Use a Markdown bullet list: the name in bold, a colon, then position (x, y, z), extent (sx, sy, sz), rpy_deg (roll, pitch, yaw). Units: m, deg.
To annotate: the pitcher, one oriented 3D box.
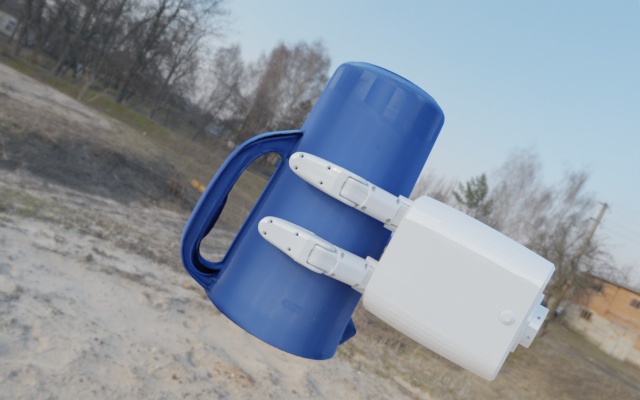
- **pitcher**: position (0.000, 0.001, 0.426), extent (0.145, 0.243, 0.149), rpy_deg (29, 2, 26)
